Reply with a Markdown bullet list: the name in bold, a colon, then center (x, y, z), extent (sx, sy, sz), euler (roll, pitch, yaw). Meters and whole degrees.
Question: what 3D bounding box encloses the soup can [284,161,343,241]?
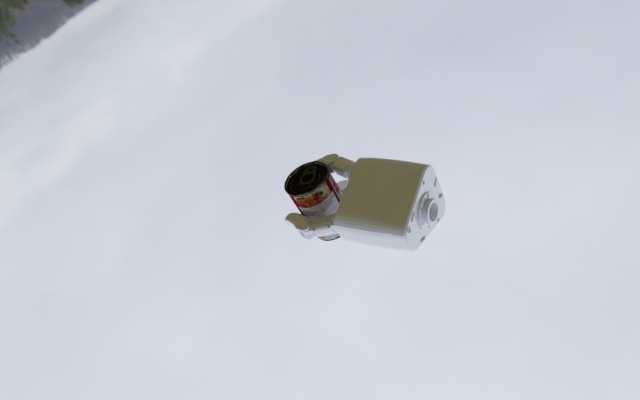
- **soup can**: center (0.000, 0.002, 0.694), extent (0.068, 0.068, 0.102), euler (0, -42, 33)
